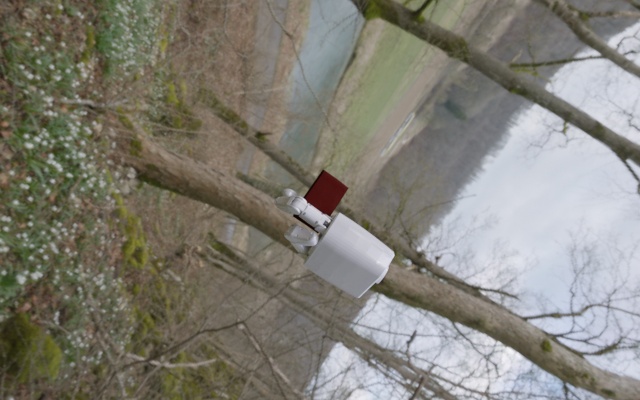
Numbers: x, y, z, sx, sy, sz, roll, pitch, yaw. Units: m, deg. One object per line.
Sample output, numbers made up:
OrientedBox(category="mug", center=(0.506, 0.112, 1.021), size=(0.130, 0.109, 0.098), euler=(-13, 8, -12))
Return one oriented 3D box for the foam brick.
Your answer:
OrientedBox(category="foam brick", center=(0.000, 0.002, 0.762), size=(0.051, 0.078, 0.053), euler=(33, -23, 2))
